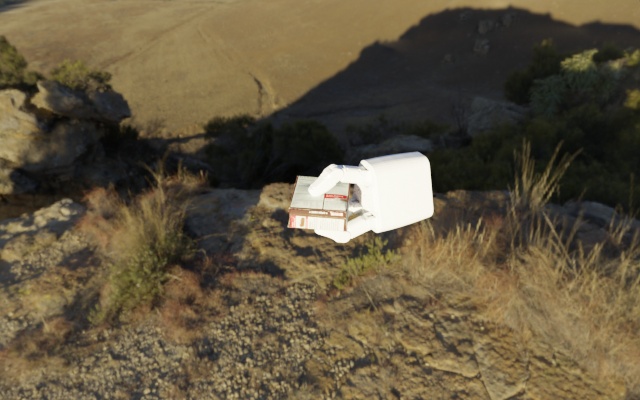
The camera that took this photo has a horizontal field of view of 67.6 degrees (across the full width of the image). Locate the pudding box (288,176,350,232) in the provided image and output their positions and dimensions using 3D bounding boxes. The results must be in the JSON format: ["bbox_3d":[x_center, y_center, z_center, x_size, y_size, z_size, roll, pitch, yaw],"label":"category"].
[{"bbox_3d":[0.000,0.002,0.751,0.090,0.039,0.113,3,28,4],"label":"pudding box"}]
